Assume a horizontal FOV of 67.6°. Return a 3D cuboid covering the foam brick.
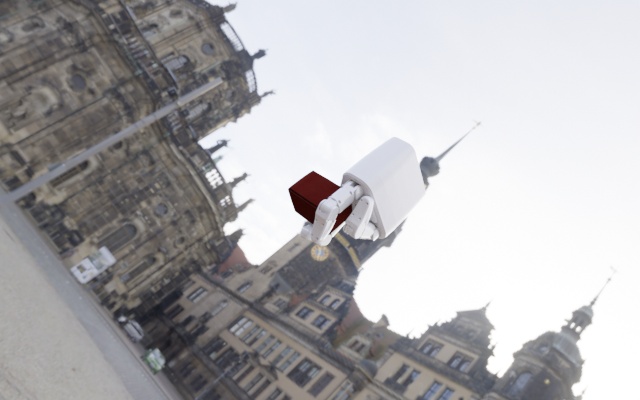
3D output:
[{"bbox_3d":[0.000,0.002,0.701,0.078,0.053,0.051,33,62,33],"label":"foam brick"}]
